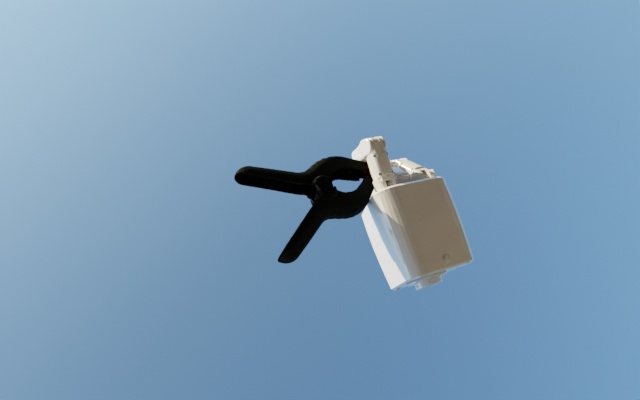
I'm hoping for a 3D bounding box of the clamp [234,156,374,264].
[{"bbox_3d":[0.000,0.002,0.539,0.171,0.120,0.039,-13,-19,-21],"label":"clamp"}]
